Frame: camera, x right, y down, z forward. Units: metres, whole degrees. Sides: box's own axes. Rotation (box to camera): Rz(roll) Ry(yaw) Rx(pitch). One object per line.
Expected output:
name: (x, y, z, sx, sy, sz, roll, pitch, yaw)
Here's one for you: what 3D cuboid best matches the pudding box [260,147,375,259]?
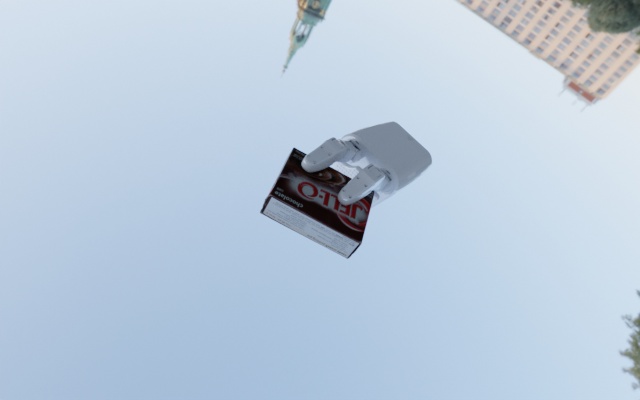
pudding box: (0.000, 0.002, 0.537, 0.113, 0.039, 0.090, 26, 41, -5)
